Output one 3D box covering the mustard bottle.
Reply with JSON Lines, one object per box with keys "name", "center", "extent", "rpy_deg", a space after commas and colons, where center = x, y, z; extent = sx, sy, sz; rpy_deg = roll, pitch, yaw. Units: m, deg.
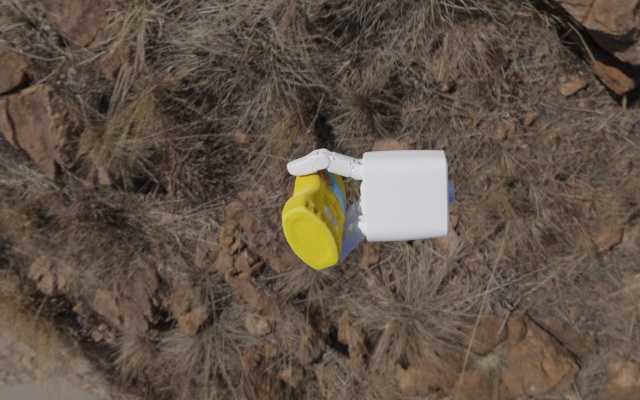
{"name": "mustard bottle", "center": [0.000, 0.002, 0.659], "extent": [0.058, 0.096, 0.191], "rpy_deg": [-25, 23, 21]}
